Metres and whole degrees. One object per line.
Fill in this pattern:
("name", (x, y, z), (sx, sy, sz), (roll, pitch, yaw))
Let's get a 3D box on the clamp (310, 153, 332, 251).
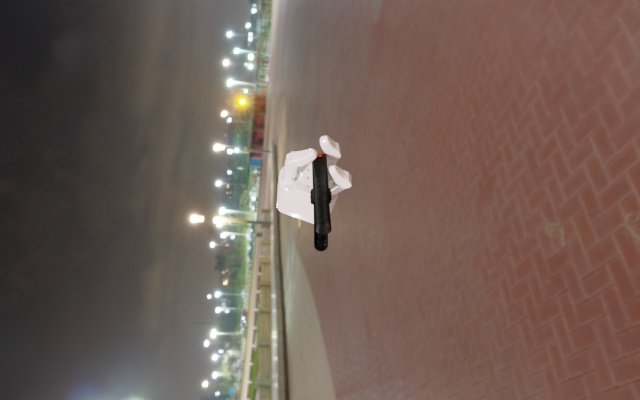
("clamp", (0.000, 0.003, 0.829), (0.039, 0.171, 0.120), (4, -29, -7))
